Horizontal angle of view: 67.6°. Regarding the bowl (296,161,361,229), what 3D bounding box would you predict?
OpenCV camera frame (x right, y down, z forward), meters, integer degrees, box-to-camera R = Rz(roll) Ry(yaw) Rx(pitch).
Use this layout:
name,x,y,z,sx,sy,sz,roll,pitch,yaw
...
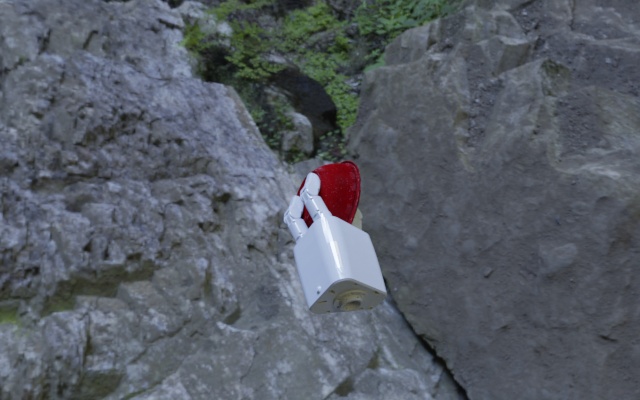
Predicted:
name,x,y,z,sx,sy,sz,roll,pitch,yaw
bowl,-0.001,0.002,0.783,0.055,0.162,0.162,19,-8,-23
